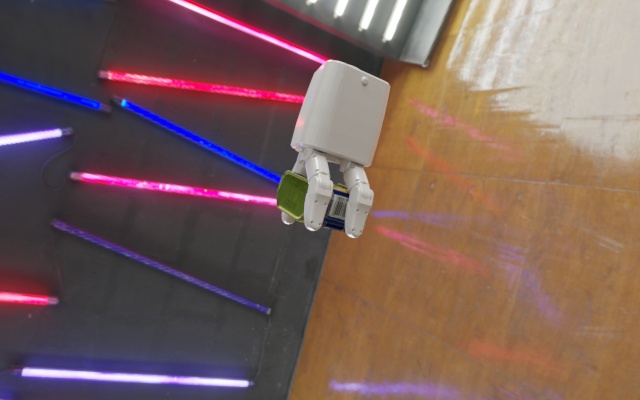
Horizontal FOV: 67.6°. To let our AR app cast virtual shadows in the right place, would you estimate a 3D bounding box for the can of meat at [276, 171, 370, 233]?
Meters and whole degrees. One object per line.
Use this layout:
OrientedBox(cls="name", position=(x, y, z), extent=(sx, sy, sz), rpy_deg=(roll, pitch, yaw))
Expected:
OrientedBox(cls="can of meat", position=(0.000, 0.002, 0.605), extent=(0.084, 0.057, 0.102), rpy_deg=(16, 5, -29))
